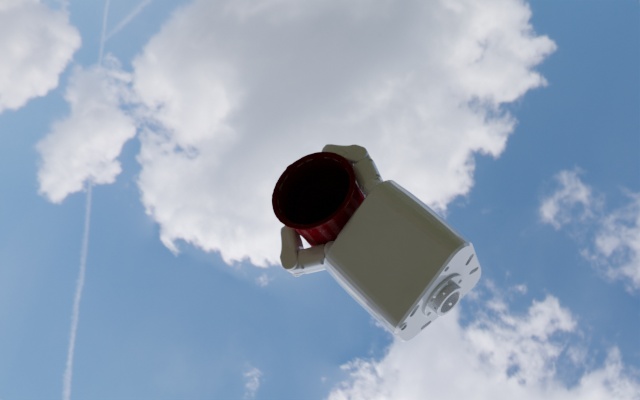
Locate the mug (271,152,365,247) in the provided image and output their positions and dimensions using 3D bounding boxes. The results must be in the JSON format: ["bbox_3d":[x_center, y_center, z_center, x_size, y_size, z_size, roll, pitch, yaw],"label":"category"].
[{"bbox_3d":[-0.001,0.001,0.524,0.117,0.093,0.081,44,-5,39],"label":"mug"}]
